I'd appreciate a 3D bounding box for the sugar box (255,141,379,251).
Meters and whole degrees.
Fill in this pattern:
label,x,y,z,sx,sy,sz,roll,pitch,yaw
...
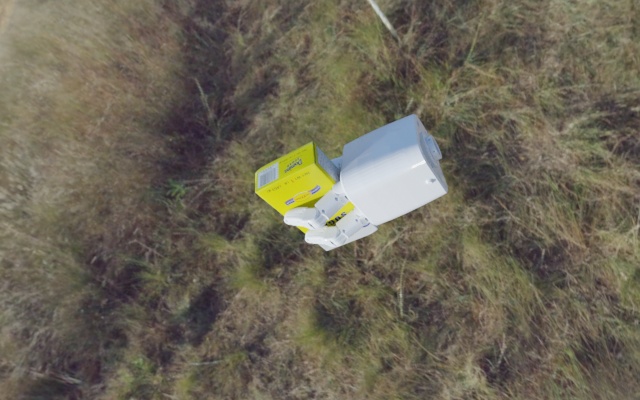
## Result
label,x,y,z,sx,sy,sz,roll,pitch,yaw
sugar box,0.000,0.002,0.651,0.093,0.048,0.176,-24,-44,23
